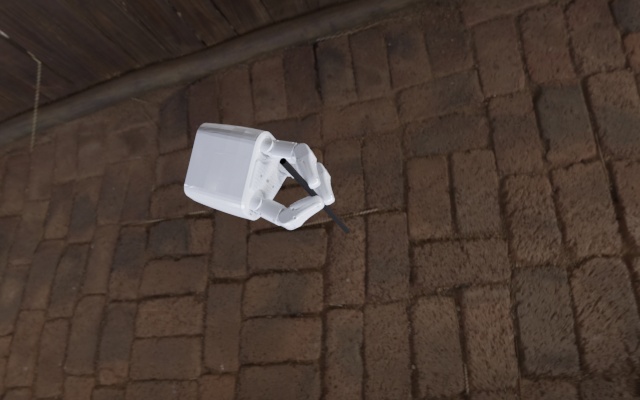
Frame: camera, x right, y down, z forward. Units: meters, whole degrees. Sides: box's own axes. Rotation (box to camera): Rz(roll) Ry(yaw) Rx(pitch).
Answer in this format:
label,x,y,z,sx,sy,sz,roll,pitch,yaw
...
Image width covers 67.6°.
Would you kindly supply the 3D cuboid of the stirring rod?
label,x,y,z,sx,sy,sz,roll,pitch,yaw
stirring rod,0.000,0.002,0.616,0.011,0.011,0.240,0,-22,21
